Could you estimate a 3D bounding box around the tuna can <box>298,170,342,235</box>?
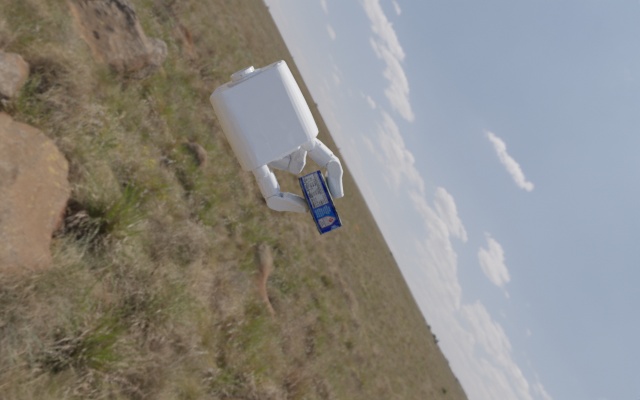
[{"bbox_3d":[0.001,0.002,0.661,0.034,0.086,0.086,-21,-1,2],"label":"tuna can"}]
